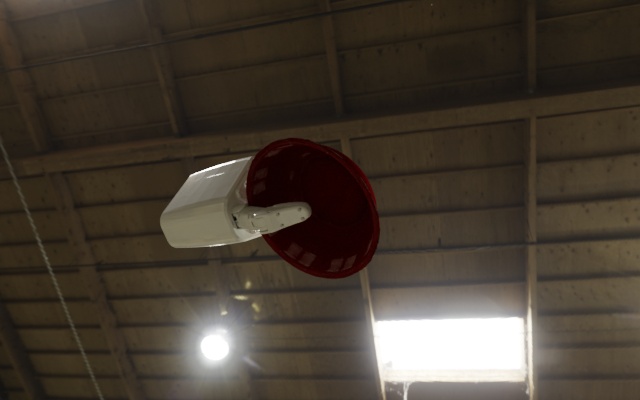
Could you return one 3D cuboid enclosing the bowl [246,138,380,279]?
[{"bbox_3d":[0.001,0.002,0.512,0.162,0.162,0.055,0,25,35],"label":"bowl"}]
